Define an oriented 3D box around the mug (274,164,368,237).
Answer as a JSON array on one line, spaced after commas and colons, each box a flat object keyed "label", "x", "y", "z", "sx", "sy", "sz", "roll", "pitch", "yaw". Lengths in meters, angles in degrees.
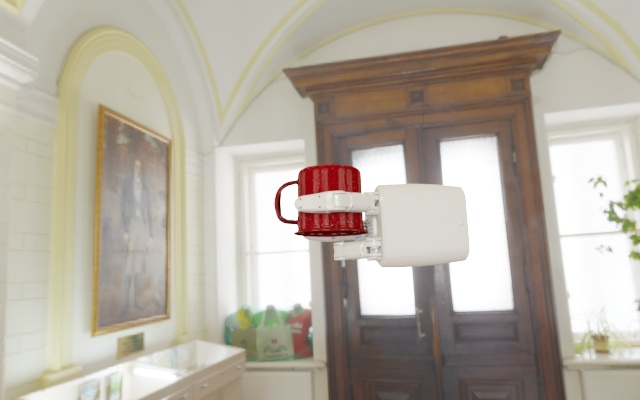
[{"label": "mug", "x": -0.001, "y": 0.002, "z": 0.601, "sx": 0.117, "sy": 0.081, "sz": 0.093, "roll": 0, "pitch": -9, "yaw": -6}]
